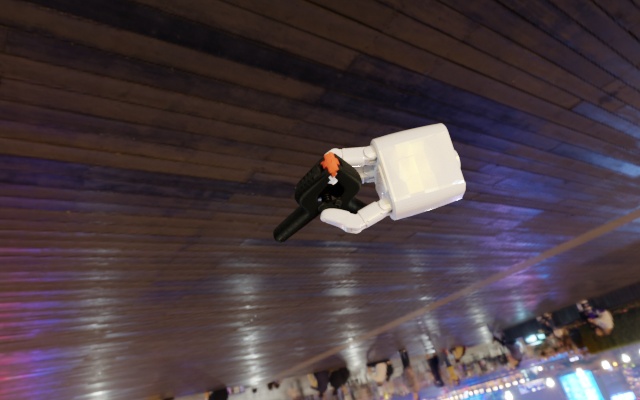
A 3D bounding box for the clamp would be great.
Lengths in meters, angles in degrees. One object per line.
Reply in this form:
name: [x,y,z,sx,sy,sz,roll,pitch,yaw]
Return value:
clamp: [0.001,0.003,0.682,0.164,0.036,0.210,-17,-25,-3]
